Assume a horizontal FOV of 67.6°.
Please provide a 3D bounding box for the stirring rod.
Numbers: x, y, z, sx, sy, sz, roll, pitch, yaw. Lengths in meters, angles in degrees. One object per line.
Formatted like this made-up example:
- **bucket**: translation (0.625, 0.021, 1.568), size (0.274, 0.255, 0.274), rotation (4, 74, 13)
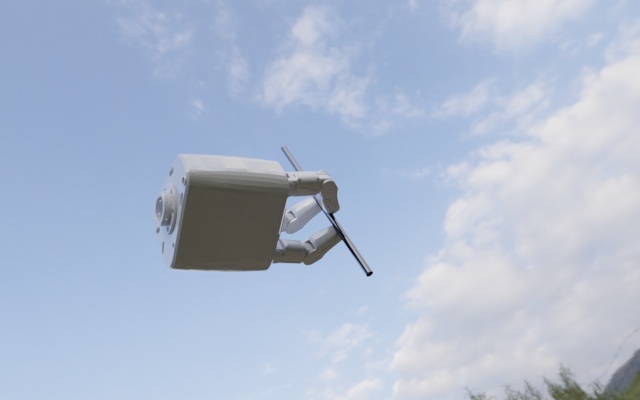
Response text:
- **stirring rod**: translation (0.000, 0.002, 0.569), size (0.011, 0.011, 0.239), rotation (0, 38, -32)
